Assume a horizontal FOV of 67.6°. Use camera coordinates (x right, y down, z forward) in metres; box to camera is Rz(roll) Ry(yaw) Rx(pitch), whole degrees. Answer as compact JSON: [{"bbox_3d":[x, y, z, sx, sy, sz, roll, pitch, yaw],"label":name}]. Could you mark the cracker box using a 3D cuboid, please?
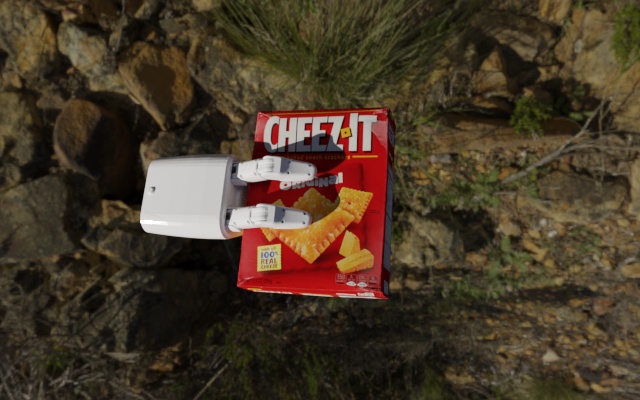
[{"bbox_3d":[0.000,0.002,0.558,0.164,0.213,0.072,1,-15,14],"label":"cracker box"}]
